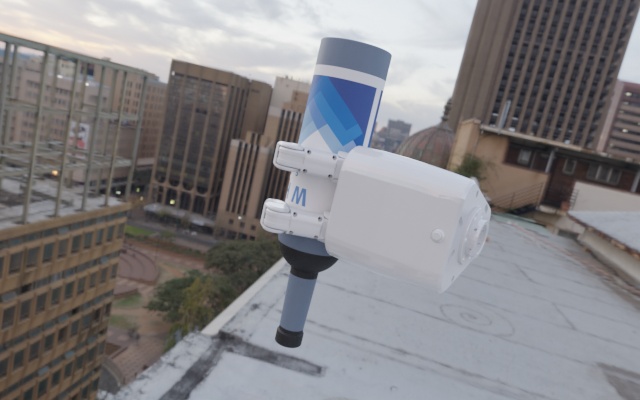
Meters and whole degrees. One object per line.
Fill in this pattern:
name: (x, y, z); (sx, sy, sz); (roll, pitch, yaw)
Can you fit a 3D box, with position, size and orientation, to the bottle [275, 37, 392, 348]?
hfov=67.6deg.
bottle: (0.000, 0.001, 0.460); (0.069, 0.296, 0.069); (13, 9, -2)
